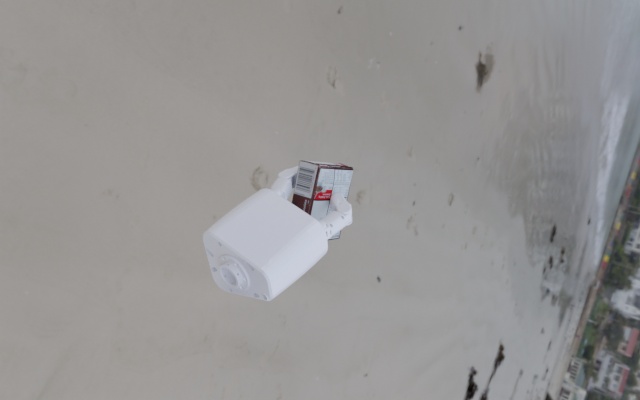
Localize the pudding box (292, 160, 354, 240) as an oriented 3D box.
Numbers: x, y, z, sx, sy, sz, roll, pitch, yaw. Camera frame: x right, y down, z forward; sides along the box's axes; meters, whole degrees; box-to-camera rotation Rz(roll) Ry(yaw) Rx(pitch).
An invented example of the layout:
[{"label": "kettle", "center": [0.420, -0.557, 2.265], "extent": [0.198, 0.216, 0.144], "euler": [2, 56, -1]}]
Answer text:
[{"label": "pudding box", "center": [0.000, 0.002, 0.681], "extent": [0.039, 0.113, 0.090], "euler": [19, 12, 33]}]
